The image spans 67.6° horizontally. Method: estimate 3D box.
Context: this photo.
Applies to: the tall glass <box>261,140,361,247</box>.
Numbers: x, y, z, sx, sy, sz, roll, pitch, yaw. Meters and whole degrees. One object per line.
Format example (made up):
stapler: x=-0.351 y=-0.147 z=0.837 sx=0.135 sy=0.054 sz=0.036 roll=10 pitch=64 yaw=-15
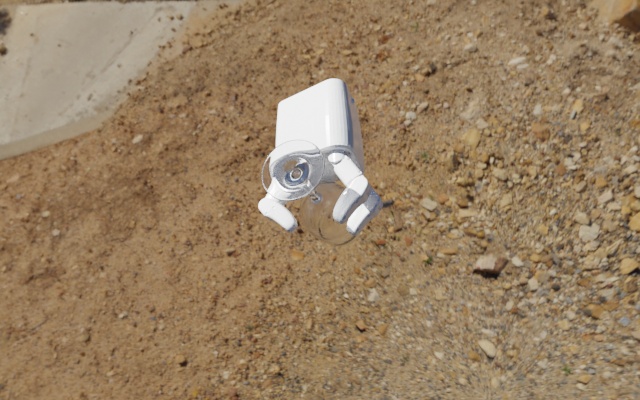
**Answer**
tall glass: x=0.000 y=0.002 z=0.608 sx=0.079 sy=0.079 sz=0.201 roll=0 pitch=-22 yaw=19
